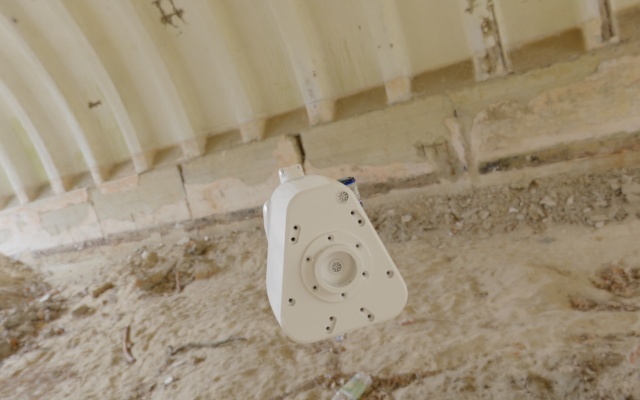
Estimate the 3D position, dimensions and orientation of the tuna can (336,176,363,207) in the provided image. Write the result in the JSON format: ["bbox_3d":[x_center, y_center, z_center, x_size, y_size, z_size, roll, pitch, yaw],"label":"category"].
[{"bbox_3d":[0.000,0.001,0.509,0.086,0.034,0.086,-17,4,1],"label":"tuna can"}]
